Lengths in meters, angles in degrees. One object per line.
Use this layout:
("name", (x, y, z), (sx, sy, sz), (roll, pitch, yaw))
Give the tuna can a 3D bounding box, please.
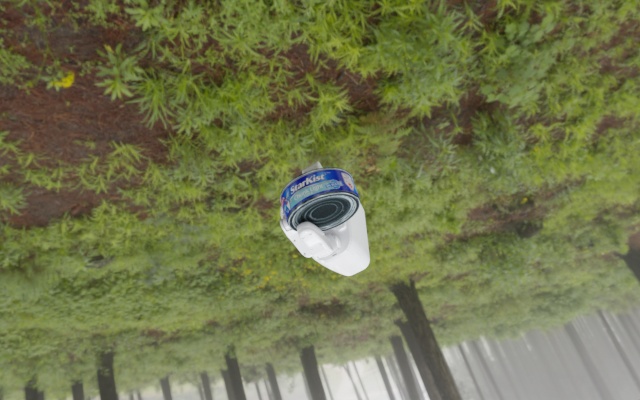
("tuna can", (0.000, 0.002, 0.531), (0.086, 0.033, 0.086), (-14, -29, -8))
